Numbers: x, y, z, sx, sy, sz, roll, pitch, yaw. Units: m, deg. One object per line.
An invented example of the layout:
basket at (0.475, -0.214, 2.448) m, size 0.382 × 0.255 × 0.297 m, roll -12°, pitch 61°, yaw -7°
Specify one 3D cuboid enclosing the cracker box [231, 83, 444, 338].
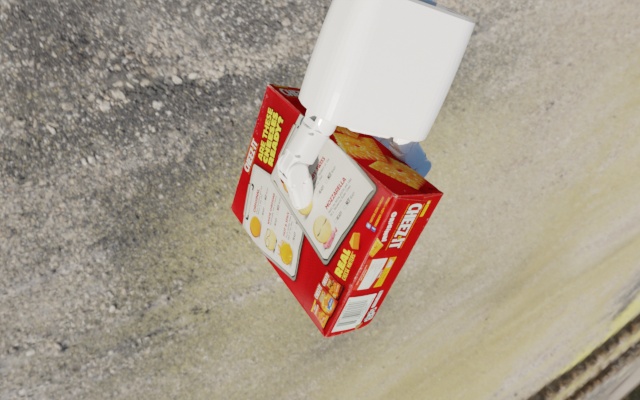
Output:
cracker box at (0.000, 0.002, 0.490) m, size 0.072 × 0.164 × 0.213 m, roll -2°, pitch 36°, yaw -39°
